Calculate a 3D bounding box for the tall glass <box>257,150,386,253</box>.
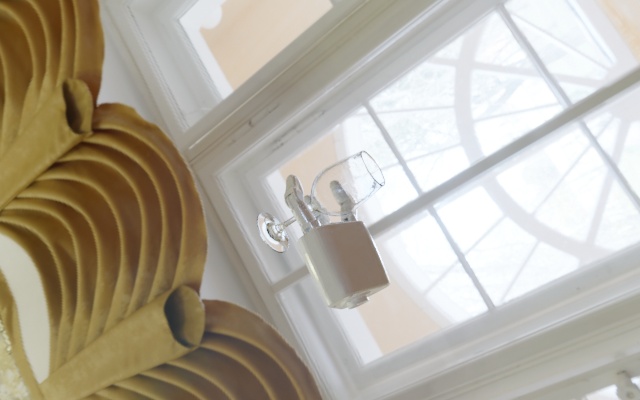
[{"bbox_3d":[-0.001,0.003,0.732,0.201,0.079,0.079,-33,-14,23],"label":"tall glass"}]
